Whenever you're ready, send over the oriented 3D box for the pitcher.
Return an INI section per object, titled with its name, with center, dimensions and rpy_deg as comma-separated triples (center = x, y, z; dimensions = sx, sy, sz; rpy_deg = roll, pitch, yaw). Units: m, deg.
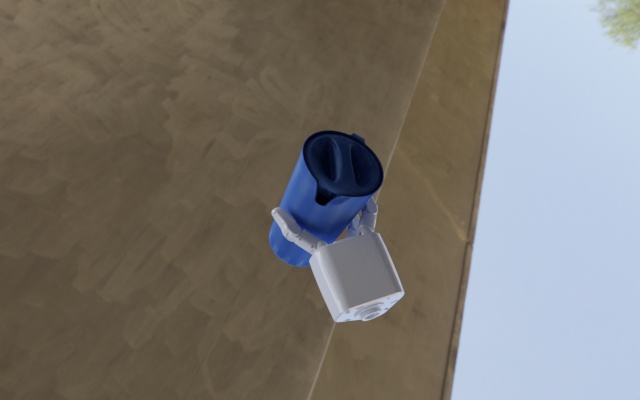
[pitcher]
center = 0.000, 0.003, 0.810
dimensions = 0.149, 0.145, 0.243
rpy_deg = -7, -32, -30
